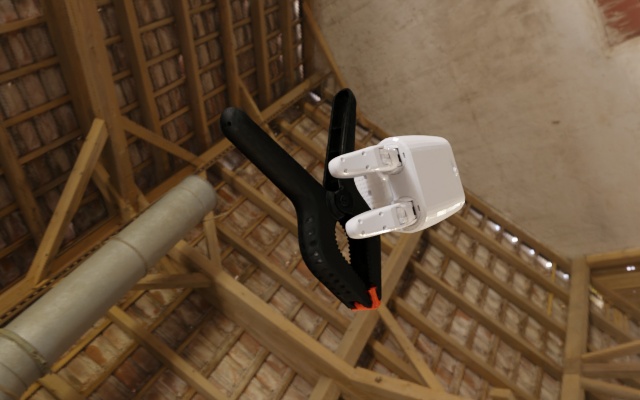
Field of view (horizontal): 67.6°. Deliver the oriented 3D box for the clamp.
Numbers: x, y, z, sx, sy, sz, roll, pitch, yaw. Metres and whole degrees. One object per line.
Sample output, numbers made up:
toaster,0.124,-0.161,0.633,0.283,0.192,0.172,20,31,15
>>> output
clamp,0.000,0.002,0.423,0.036,0.210,0.164,-16,-2,44
